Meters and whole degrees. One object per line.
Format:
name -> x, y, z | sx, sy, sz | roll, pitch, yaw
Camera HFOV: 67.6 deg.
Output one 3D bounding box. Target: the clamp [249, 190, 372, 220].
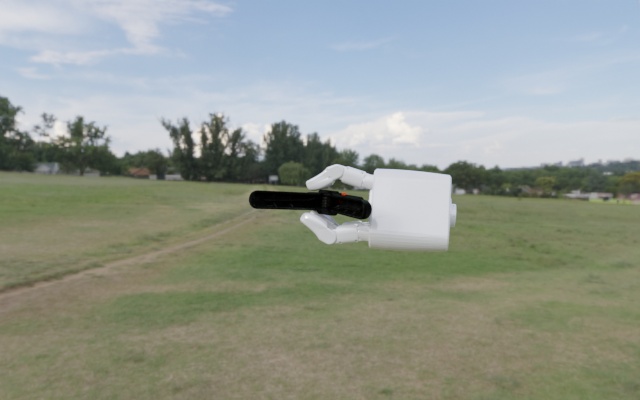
clamp -> 0.001, 0.001, 0.696 | 0.164, 0.036, 0.210 | 6, 3, 11
